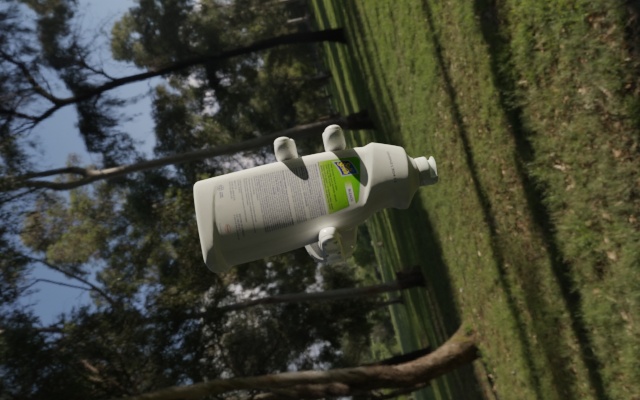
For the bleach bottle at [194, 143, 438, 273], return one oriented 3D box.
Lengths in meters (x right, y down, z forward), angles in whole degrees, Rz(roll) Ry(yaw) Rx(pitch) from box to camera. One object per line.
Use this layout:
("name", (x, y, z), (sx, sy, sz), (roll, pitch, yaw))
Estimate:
("bleach bottle", (0.000, 0.002, 0.507), (0.251, 0.102, 0.068), (-12, -11, 1))
